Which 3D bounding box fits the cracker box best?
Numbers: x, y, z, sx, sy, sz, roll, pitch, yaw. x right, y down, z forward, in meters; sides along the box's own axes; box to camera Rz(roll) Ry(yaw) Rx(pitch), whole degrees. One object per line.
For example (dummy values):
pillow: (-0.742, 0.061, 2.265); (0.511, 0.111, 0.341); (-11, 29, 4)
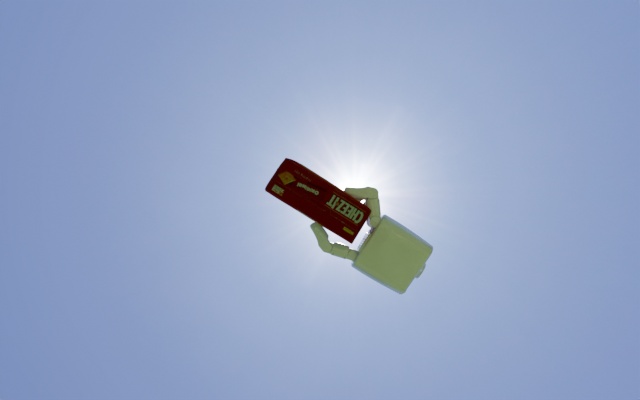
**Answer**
cracker box: (0.000, 0.003, 0.849); (0.164, 0.072, 0.214); (31, -2, 2)
